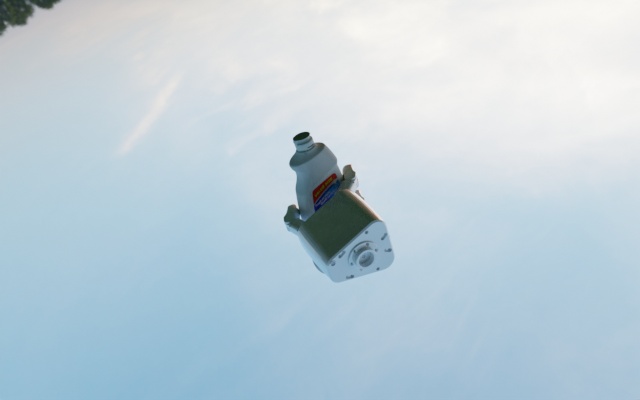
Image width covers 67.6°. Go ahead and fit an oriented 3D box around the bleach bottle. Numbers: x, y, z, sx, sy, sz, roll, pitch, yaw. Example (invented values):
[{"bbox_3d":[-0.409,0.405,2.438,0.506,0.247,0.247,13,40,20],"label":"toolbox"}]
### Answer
[{"bbox_3d":[0.000,0.003,0.808,0.102,0.251,0.068,-28,33,-12],"label":"bleach bottle"}]
